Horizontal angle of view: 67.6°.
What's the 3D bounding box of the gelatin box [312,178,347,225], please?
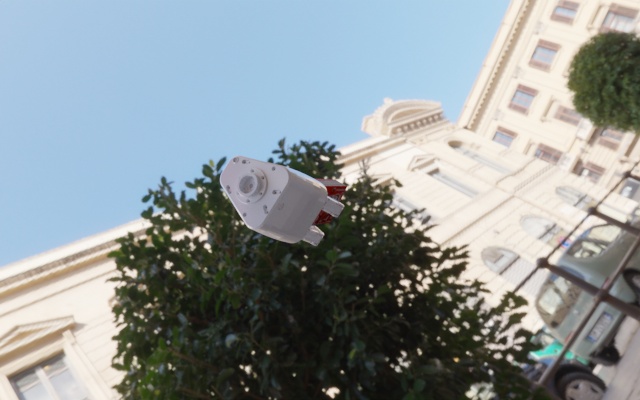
[{"bbox_3d":[0.000,0.002,0.785,0.030,0.073,0.089,32,16,25],"label":"gelatin box"}]
